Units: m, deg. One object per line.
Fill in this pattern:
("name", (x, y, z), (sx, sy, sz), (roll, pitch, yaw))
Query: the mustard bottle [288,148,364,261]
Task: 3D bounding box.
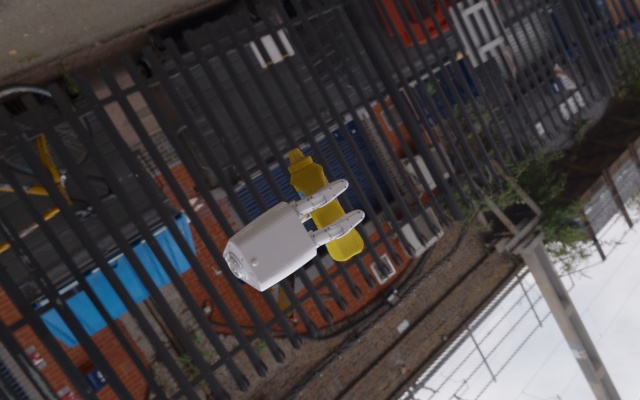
("mustard bottle", (0.001, 0.003, 0.780), (0.058, 0.191, 0.096), (-30, 9, -3))
